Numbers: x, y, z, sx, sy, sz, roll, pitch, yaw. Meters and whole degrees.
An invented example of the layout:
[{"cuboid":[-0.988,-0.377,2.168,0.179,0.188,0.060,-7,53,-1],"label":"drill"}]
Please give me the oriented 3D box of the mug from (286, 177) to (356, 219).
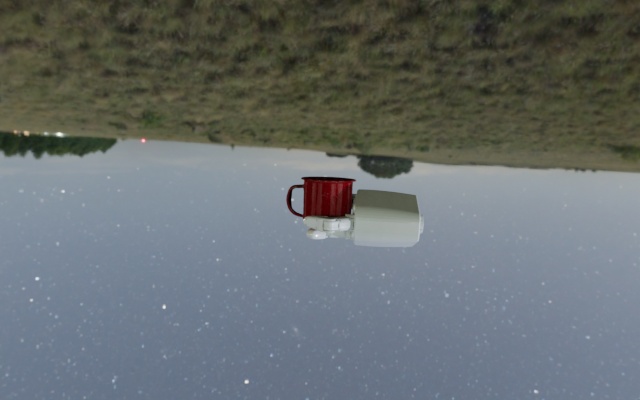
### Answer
[{"cuboid":[-0.001,0.003,0.808,0.117,0.081,0.093,3,7,3],"label":"mug"}]
